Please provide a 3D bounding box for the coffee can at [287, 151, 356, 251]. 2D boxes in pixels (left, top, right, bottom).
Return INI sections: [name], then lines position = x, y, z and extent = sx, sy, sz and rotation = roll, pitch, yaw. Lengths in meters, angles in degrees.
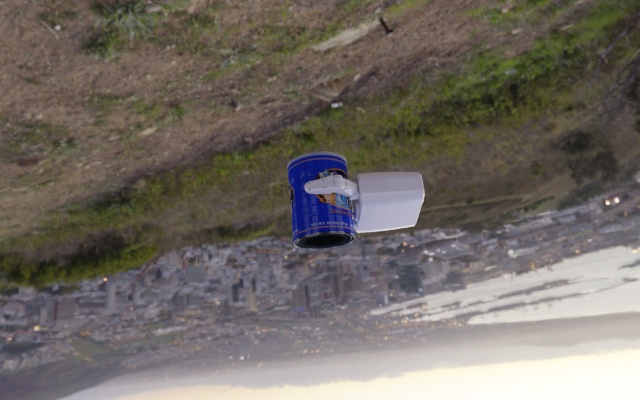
[coffee can]
position = 0.000, 0.002, 0.796
extent = 0.103, 0.140, 0.103
rotation = -5, -20, -2
